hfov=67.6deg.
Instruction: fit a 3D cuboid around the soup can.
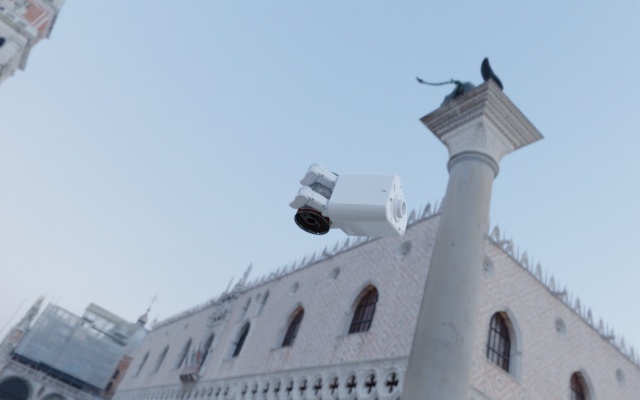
[{"bbox_3d":[0.000,0.003,0.875,0.068,0.102,0.069,15,-35,11],"label":"soup can"}]
